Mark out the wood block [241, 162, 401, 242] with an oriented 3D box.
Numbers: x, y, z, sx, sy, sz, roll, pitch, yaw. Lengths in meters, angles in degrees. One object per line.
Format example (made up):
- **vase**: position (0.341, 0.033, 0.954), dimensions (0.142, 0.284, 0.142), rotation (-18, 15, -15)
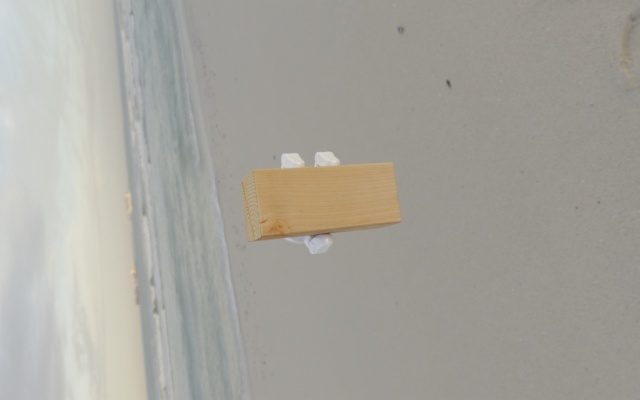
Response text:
- **wood block**: position (0.000, 0.003, 0.685), dimensions (0.206, 0.091, 0.090), rotation (-5, -7, -21)
